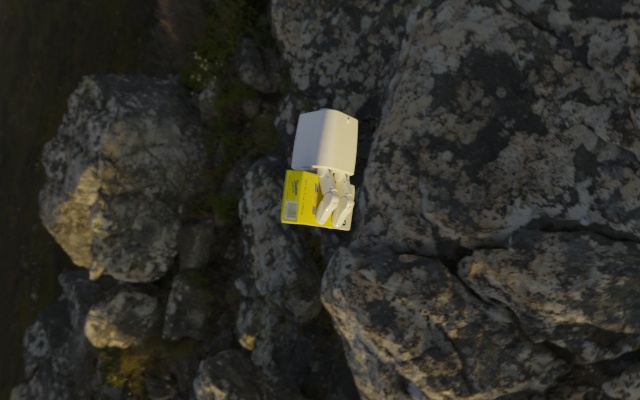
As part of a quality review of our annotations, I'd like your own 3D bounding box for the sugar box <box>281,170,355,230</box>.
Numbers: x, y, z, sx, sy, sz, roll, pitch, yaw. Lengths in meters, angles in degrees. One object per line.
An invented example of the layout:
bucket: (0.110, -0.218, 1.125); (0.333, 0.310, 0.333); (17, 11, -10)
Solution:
sugar box: (0.001, 0.003, 0.884); (0.048, 0.093, 0.176); (5, -3, 37)
